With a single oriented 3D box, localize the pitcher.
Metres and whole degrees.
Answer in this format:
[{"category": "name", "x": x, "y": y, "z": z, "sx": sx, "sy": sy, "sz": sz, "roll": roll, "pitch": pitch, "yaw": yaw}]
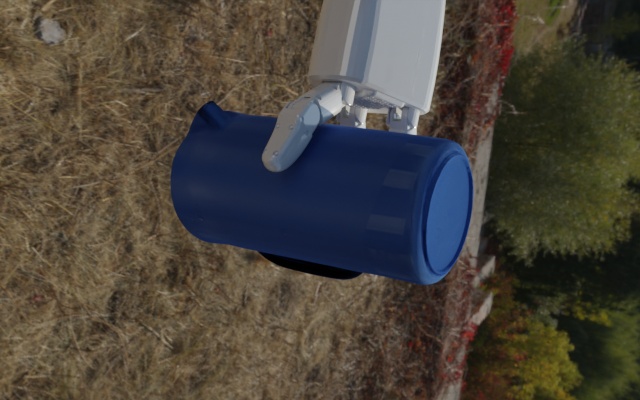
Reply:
[{"category": "pitcher", "x": 0.000, "y": 0.001, "z": 0.419, "sx": 0.243, "sy": 0.145, "sz": 0.149, "roll": 10, "pitch": -3, "yaw": 35}]
